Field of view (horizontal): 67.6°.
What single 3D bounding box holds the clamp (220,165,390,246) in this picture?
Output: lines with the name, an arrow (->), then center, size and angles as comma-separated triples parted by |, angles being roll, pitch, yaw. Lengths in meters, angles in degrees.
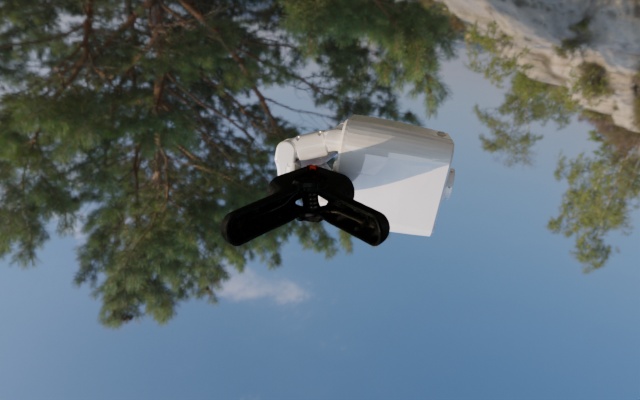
clamp -> 0.000, 0.002, 0.405 | 0.120, 0.039, 0.171 | 8, 20, 8
